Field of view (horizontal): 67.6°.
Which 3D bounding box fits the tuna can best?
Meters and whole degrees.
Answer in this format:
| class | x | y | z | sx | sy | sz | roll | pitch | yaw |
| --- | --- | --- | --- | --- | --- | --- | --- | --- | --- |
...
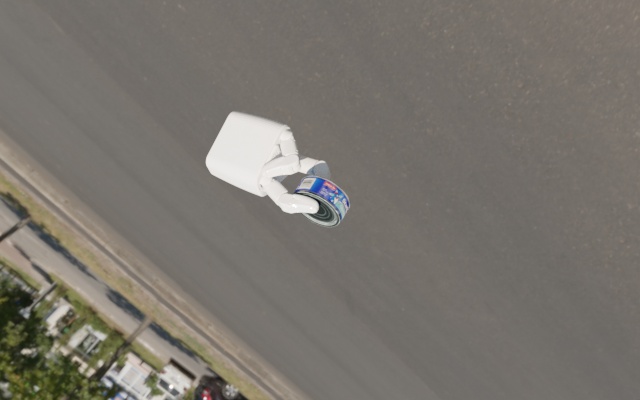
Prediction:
| class | x | y | z | sx | sy | sz | roll | pitch | yaw |
| --- | --- | --- | --- | --- | --- | --- | --- | --- | --- |
| tuna can | 0.000 | 0.003 | 0.731 | 0.086 | 0.033 | 0.086 | 23 | -30 | 14 |
